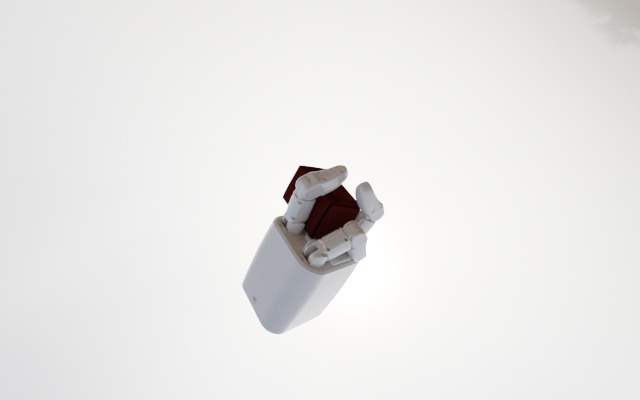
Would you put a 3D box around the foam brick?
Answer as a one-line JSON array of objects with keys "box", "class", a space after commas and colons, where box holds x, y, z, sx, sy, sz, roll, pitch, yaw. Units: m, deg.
[{"box": [0.000, 0.002, 0.570, 0.053, 0.051, 0.078, 7, 34, -41], "class": "foam brick"}]
